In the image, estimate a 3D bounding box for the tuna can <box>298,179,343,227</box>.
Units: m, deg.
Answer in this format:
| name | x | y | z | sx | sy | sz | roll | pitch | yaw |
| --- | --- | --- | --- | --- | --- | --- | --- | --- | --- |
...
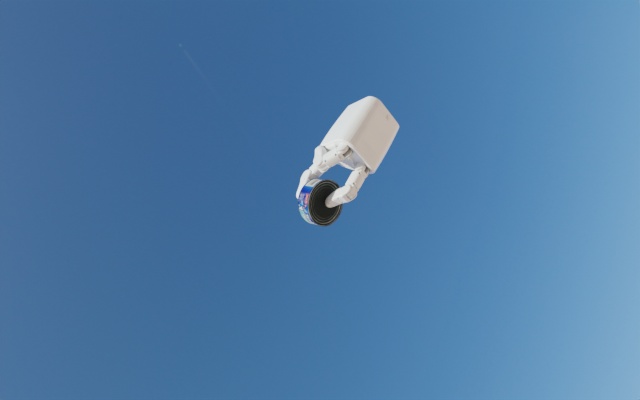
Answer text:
| name | x | y | z | sx | sy | sz | roll | pitch | yaw |
| --- | --- | --- | --- | --- | --- | --- | --- | --- | --- |
| tuna can | 0.000 | 0.003 | 0.873 | 0.086 | 0.086 | 0.034 | 0 | 7 | -42 |
